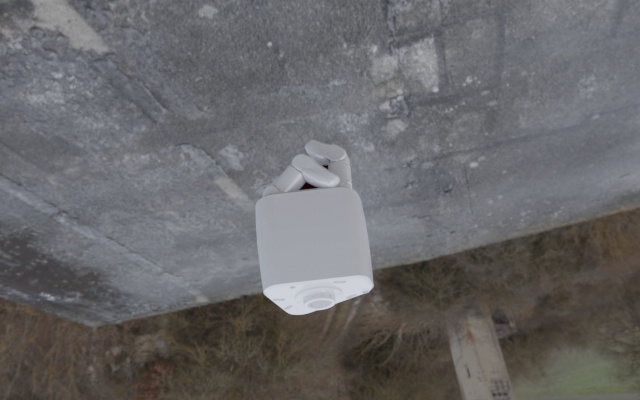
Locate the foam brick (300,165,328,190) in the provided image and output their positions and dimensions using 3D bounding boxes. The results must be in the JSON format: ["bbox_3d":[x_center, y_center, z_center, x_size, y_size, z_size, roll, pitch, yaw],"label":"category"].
[{"bbox_3d":[0.000,0.002,0.591,0.053,0.051,0.078,-16,-33,11],"label":"foam brick"}]
